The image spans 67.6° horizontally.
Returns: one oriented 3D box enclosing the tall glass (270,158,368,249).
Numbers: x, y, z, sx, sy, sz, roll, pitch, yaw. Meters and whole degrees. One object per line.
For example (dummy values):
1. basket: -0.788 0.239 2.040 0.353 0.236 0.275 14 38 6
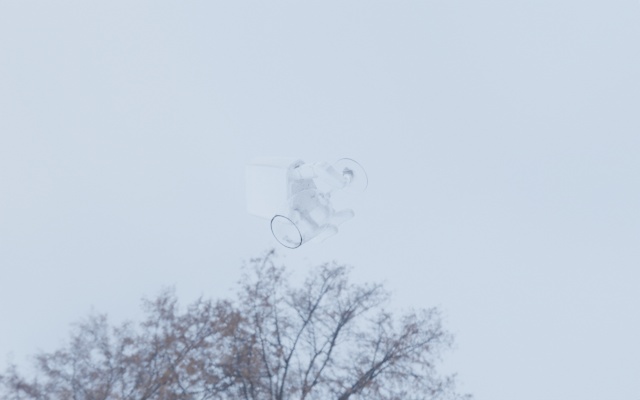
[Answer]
1. tall glass: 0.001 0.002 0.815 0.079 0.079 0.201 0 28 39
